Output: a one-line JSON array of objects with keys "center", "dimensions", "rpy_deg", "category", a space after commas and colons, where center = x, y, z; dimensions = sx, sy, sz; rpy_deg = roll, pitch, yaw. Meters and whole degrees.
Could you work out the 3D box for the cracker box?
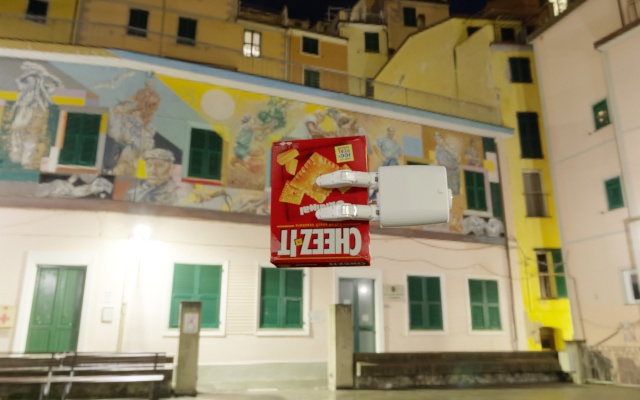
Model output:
[{"center": [0.000, 0.003, 0.806], "dimensions": [0.164, 0.213, 0.072], "rpy_deg": [-2, -15, 7], "category": "cracker box"}]
